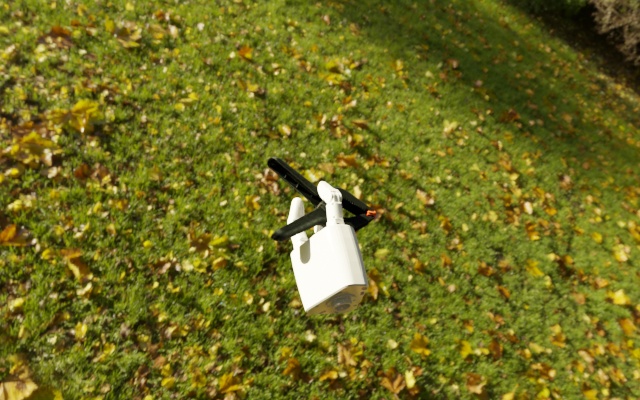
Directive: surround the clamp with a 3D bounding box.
[{"bbox_3d":[0.001,0.003,0.825,0.210,0.164,0.036,7,-36,-30],"label":"clamp"}]
